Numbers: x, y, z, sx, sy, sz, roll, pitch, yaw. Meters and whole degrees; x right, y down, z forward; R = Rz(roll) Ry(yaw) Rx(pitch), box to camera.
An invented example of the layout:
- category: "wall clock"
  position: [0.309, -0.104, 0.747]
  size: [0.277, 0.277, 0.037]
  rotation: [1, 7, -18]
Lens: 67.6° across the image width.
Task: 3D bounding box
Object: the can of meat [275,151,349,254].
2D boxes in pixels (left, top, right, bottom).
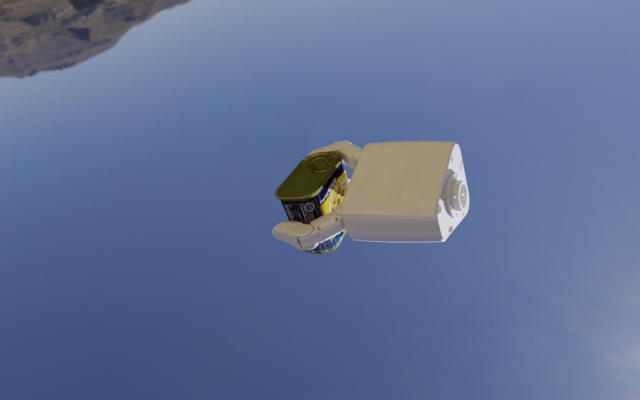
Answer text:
- category: "can of meat"
  position: [0.000, 0.002, 0.576]
  size: [0.057, 0.084, 0.102]
  rotation: [-2, 34, 31]
